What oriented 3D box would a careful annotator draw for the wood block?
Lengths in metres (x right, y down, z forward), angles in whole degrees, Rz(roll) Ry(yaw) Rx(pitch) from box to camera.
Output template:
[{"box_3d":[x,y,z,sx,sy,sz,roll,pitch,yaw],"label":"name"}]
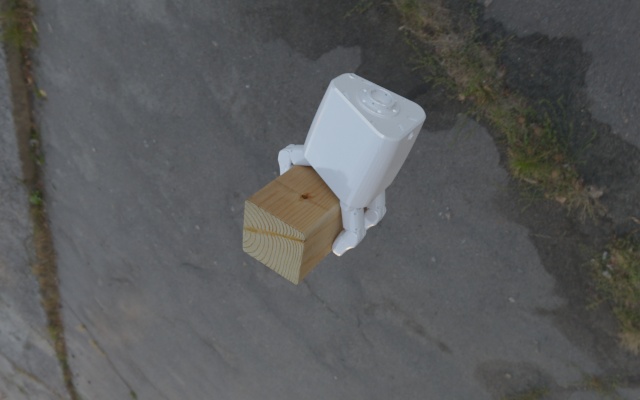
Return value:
[{"box_3d":[0.000,0.002,0.635,0.091,0.090,0.206,29,44,22],"label":"wood block"}]
